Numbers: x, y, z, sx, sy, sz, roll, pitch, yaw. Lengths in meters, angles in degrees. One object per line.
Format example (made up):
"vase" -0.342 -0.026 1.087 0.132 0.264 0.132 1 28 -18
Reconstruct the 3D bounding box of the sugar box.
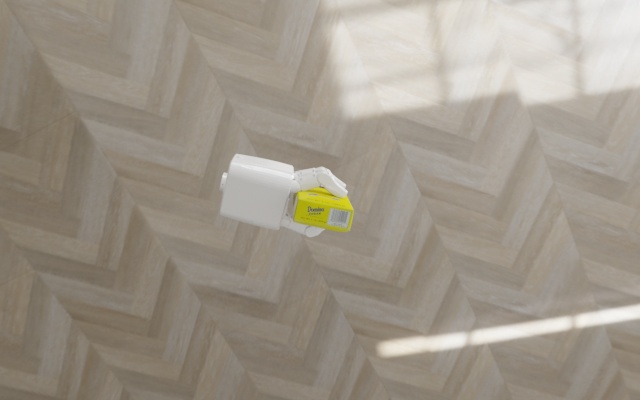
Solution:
"sugar box" 0.000 0.002 0.832 0.093 0.048 0.176 12 15 -7
